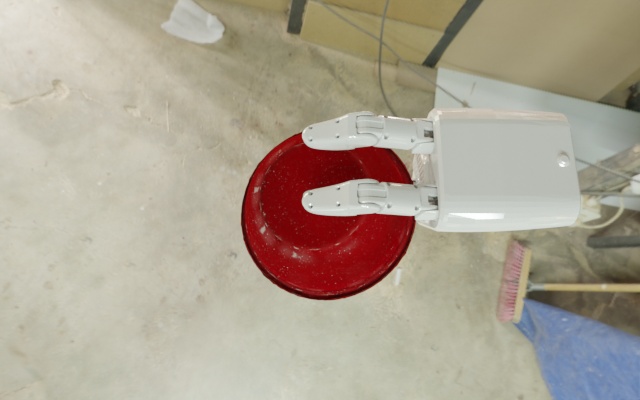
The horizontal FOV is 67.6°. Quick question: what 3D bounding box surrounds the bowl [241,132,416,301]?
[{"bbox_3d":[-0.001,0.002,0.406,0.162,0.162,0.055,0,-15,12],"label":"bowl"}]
